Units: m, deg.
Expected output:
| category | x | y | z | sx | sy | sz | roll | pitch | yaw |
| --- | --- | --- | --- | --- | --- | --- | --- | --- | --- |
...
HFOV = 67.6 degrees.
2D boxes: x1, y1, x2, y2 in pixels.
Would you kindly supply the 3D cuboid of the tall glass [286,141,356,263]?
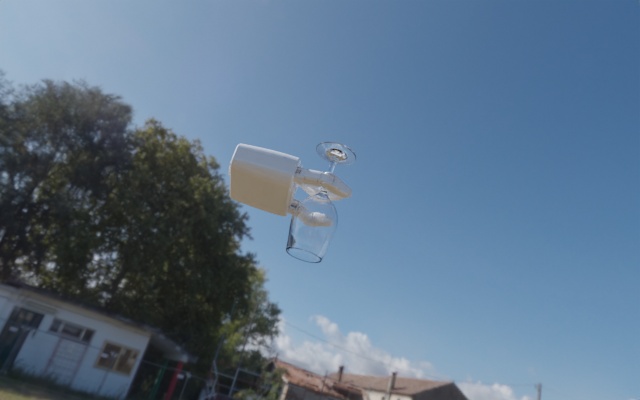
| category | x | y | z | sx | sy | sz | roll | pitch | yaw |
| --- | --- | --- | --- | --- | --- | --- | --- | --- | --- |
| tall glass | 0.000 | 0.002 | 0.815 | 0.079 | 0.201 | 0.079 | 14 | -23 | 6 |
